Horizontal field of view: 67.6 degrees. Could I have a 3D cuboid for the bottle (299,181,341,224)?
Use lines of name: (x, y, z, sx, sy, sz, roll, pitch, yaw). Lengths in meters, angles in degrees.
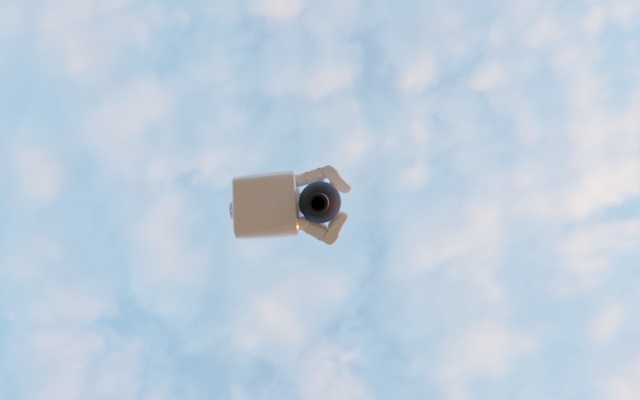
bottle: (0.000, 0.003, 0.781, 0.069, 0.069, 0.295, 0, 0, 1)
